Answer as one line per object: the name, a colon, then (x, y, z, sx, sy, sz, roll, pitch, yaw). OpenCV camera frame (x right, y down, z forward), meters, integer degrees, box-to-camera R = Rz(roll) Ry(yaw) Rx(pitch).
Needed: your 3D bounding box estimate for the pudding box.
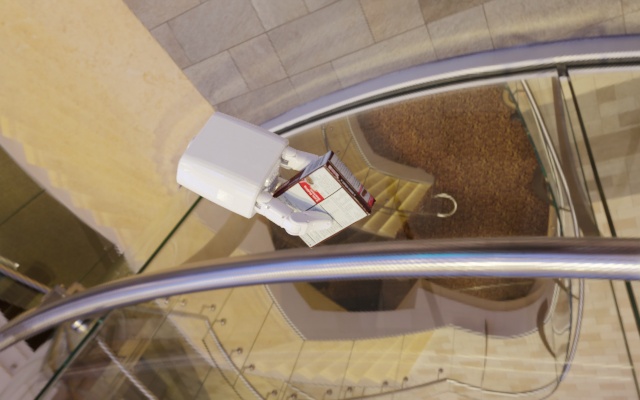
pudding box: (0.000, 0.002, 0.620, 0.113, 0.090, 0.039, -32, 19, 36)
